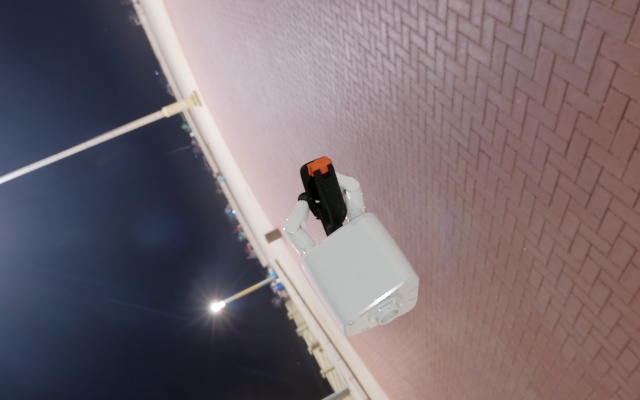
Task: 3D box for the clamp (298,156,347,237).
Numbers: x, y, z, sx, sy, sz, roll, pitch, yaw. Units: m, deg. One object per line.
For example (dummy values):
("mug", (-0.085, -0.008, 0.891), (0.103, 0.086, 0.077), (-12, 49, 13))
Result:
("clamp", (-0.001, 0.002, 0.665), (0.036, 0.164, 0.210), (-27, -36, -12))
